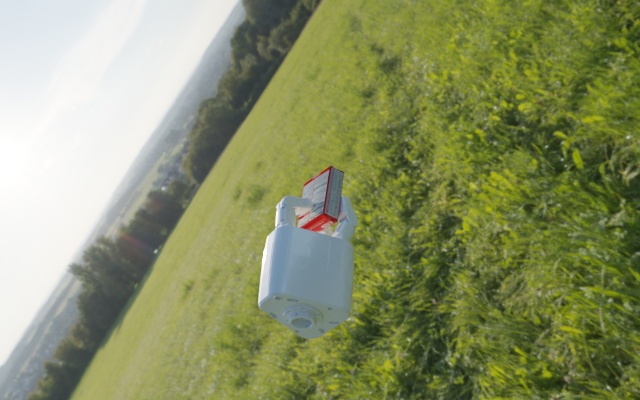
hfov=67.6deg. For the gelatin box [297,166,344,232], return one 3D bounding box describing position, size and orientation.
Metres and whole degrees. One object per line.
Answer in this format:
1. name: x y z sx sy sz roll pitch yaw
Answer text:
1. gelatin box: 0.000 0.002 0.720 0.030 0.089 0.073 25 -35 -26
